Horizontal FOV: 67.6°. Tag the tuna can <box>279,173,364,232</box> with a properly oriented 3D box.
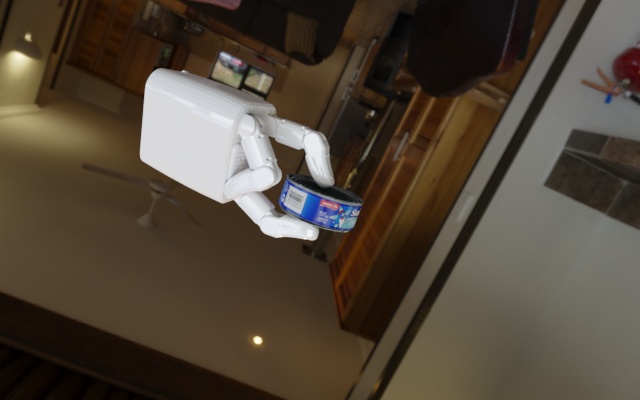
[{"bbox_3d":[0.000,0.002,0.505,0.086,0.034,0.086,19,11,-4],"label":"tuna can"}]
